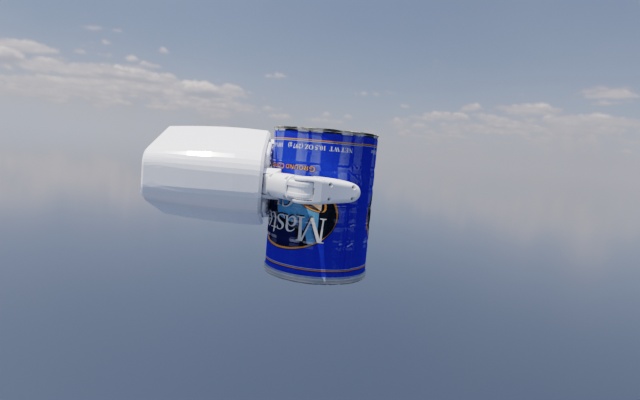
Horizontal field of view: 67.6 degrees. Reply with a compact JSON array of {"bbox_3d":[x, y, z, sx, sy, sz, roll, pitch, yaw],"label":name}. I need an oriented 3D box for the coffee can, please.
[{"bbox_3d":[0.000,0.002,0.473,0.103,0.140,0.103,5,6,-1],"label":"coffee can"}]
